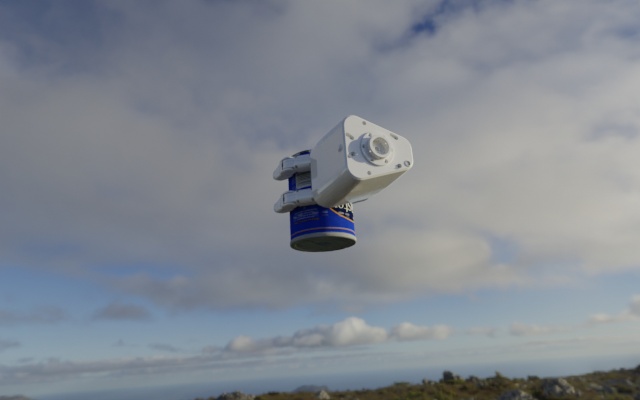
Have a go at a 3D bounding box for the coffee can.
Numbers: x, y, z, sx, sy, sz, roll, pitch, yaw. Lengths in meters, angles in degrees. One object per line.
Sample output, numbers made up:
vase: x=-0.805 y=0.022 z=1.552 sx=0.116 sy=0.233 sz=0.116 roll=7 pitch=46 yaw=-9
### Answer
coffee can: x=0.000 y=0.003 z=0.758 sx=0.103 sy=0.140 sz=0.103 roll=-3 pitch=-18 yaw=-1
